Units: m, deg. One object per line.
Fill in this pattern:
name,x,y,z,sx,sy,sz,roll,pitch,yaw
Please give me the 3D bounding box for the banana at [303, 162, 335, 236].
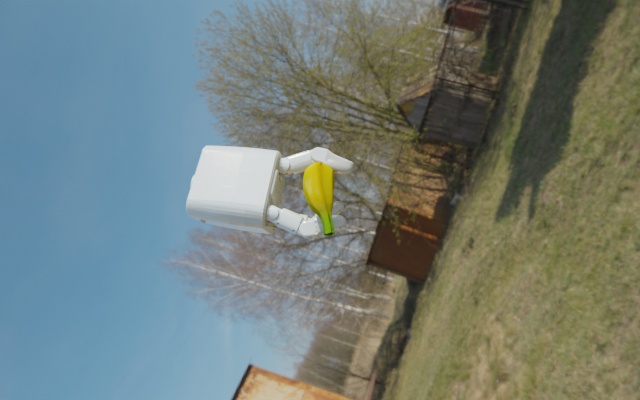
banana,-0.001,-0.015,0.604,0.037,0.070,0.197,-2,13,3
